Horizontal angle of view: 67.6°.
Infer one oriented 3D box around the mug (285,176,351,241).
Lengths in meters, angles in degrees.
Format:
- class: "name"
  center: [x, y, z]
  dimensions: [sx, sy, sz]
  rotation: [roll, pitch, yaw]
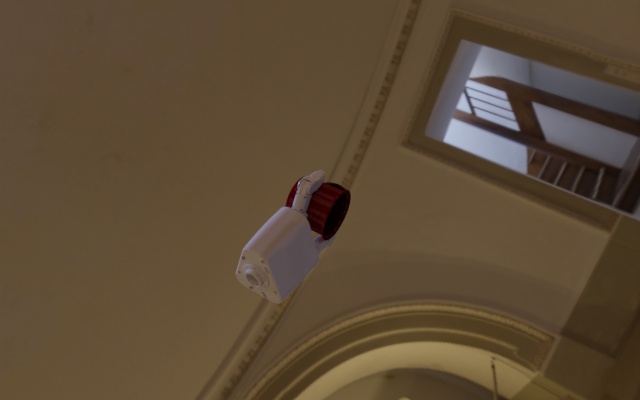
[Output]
- class: "mug"
  center: [0.001, 0.002, 0.819]
  dimensions: [0.081, 0.093, 0.117]
  rotation: [25, 45, 20]
